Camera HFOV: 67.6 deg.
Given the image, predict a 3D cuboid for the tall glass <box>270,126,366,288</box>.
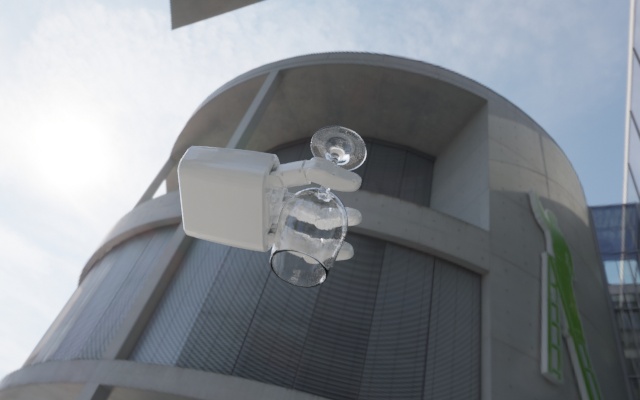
[{"bbox_3d":[0.000,0.001,0.556,0.079,0.079,0.201,0,44,18],"label":"tall glass"}]
